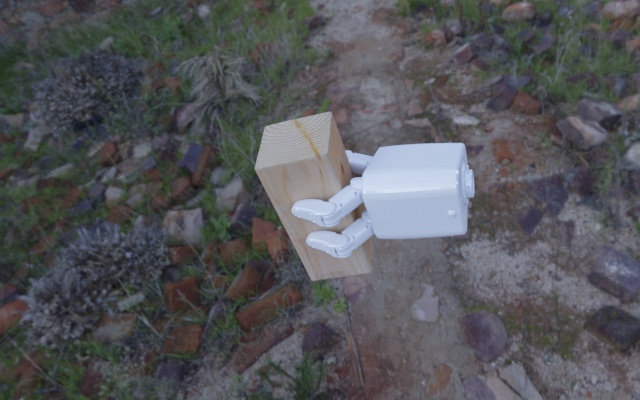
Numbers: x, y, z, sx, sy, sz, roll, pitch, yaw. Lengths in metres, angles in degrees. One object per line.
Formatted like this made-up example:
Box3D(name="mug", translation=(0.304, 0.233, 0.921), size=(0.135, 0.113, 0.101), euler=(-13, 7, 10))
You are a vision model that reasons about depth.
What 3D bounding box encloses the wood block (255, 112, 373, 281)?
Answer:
Box3D(name="wood block", translation=(0.000, 0.002, 0.622), size=(0.090, 0.206, 0.090), euler=(-11, 40, 14))
